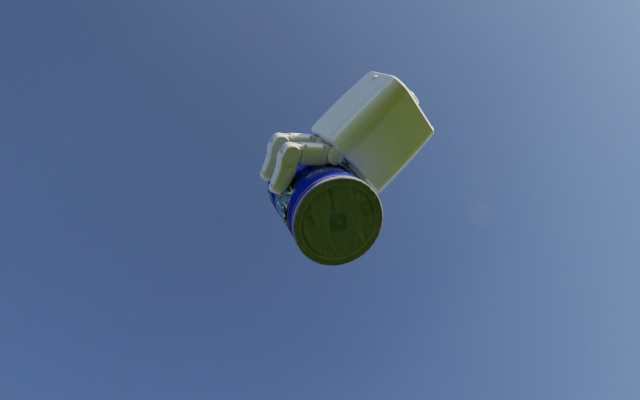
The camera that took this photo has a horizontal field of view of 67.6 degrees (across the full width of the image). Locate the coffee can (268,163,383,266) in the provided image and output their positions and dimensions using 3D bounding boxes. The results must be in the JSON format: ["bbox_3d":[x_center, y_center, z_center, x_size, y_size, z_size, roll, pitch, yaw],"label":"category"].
[{"bbox_3d":[0.000,0.002,0.576,0.103,0.103,0.140,0,19,-18],"label":"coffee can"}]
